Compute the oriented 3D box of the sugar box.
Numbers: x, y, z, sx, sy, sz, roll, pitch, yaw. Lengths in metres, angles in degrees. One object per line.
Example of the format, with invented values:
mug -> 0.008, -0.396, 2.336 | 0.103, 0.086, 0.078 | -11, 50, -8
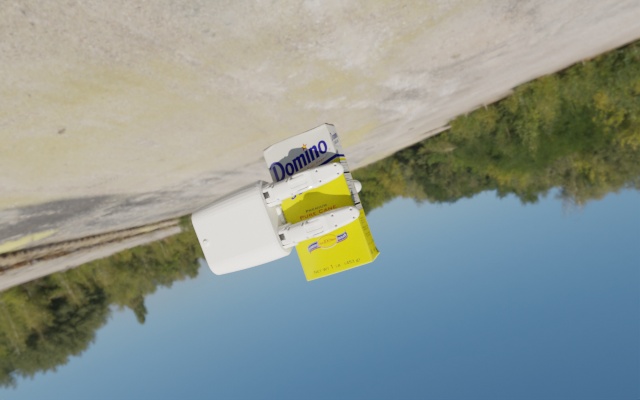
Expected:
sugar box -> 0.000, 0.002, 0.597 | 0.093, 0.176, 0.048 | -20, 1, 19
